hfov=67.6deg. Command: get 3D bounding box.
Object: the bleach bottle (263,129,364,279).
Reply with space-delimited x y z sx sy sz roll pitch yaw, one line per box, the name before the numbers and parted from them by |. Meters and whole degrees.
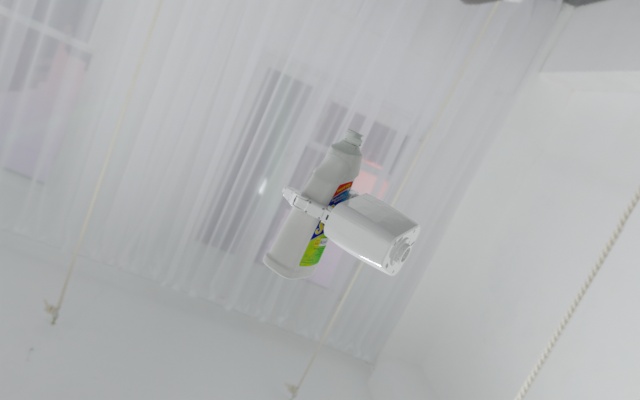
bleach bottle | 0.000 0.003 0.775 0.068 0.251 0.102 30 11 27
